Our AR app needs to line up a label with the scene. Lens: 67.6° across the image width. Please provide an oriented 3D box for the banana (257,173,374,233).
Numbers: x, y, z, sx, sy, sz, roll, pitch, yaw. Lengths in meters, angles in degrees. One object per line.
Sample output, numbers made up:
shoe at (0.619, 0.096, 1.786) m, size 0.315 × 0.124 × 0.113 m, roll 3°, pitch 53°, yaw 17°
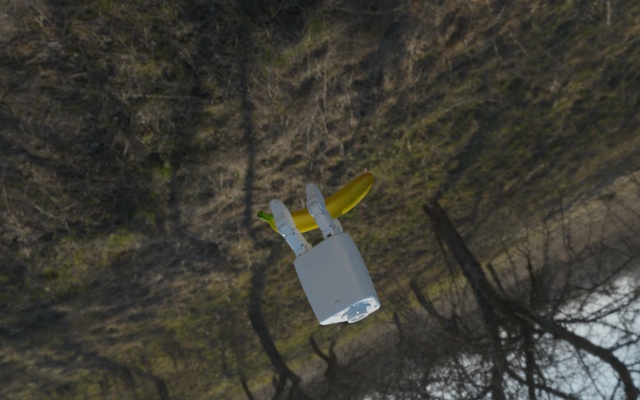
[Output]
banana at (0.000, 0.013, 0.787) m, size 0.198 × 0.037 × 0.070 m, roll -21°, pitch -32°, yaw -2°
